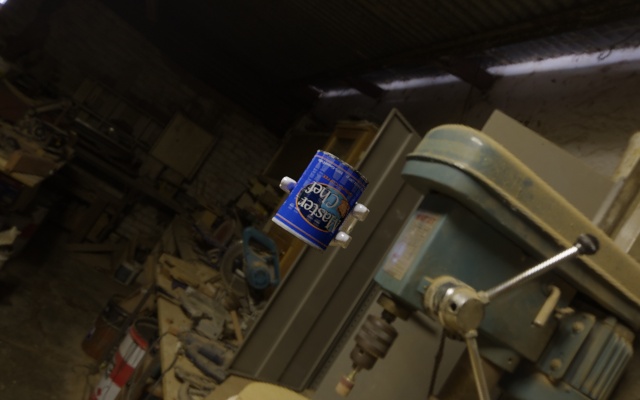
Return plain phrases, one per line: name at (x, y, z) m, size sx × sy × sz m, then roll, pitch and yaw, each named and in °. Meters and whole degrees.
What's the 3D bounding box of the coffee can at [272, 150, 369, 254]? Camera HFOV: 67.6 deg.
coffee can at (0.000, 0.003, 0.792) m, size 0.103 × 0.140 × 0.103 m, roll 33°, pitch -4°, yaw 2°
